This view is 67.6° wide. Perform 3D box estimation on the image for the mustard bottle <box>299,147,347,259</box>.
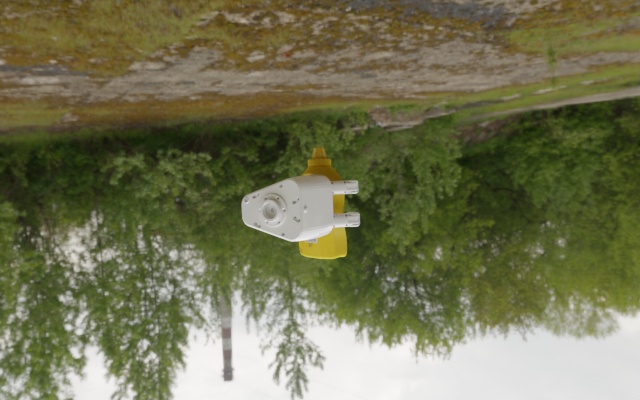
[{"bbox_3d":[0.000,0.003,0.840,0.058,0.191,0.096,-5,3,-40],"label":"mustard bottle"}]
